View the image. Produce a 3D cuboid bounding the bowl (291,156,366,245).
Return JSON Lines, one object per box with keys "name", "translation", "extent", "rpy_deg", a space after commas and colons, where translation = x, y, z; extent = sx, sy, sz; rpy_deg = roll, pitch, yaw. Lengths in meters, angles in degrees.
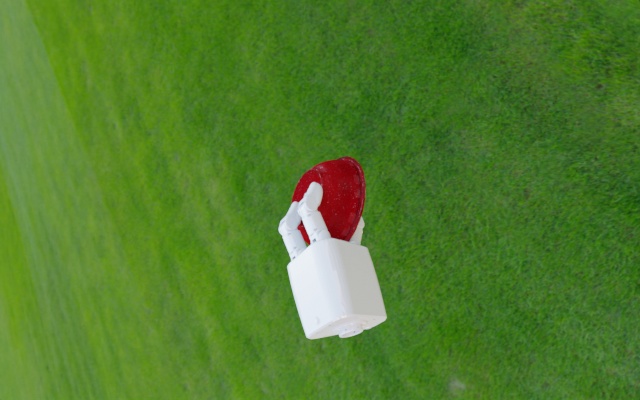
{"name": "bowl", "translation": [-0.001, 0.001, 0.734], "extent": [0.055, 0.162, 0.162], "rpy_deg": [16, -8, -28]}
